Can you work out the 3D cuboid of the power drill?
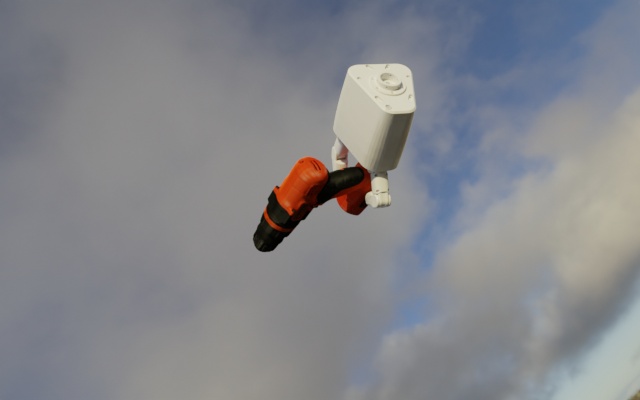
[{"bbox_3d":[0.001,0.002,0.714,0.187,0.057,0.184,-15,-28,-44],"label":"power drill"}]
